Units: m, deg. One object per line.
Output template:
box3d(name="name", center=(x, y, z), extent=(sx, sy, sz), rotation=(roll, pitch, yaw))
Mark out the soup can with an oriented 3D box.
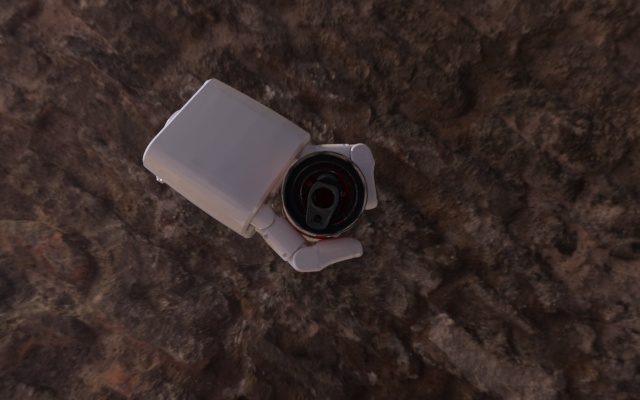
box3d(name="soup can", center=(0.001, 0.002, 0.422), extent=(0.068, 0.068, 0.102), rotation=(0, -8, -4))
